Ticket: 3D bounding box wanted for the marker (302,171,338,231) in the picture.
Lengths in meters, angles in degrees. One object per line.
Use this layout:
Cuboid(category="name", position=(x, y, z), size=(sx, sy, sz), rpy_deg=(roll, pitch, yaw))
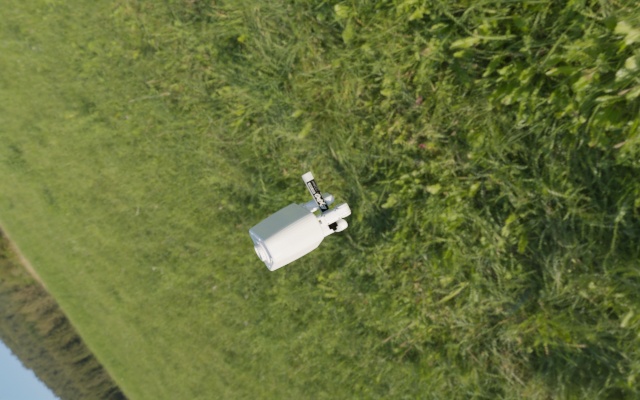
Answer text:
Cuboid(category="marker", position=(0.000, 0.003, 0.896), size=(0.020, 0.121, 0.020), rpy_deg=(-27, 4, 2))
